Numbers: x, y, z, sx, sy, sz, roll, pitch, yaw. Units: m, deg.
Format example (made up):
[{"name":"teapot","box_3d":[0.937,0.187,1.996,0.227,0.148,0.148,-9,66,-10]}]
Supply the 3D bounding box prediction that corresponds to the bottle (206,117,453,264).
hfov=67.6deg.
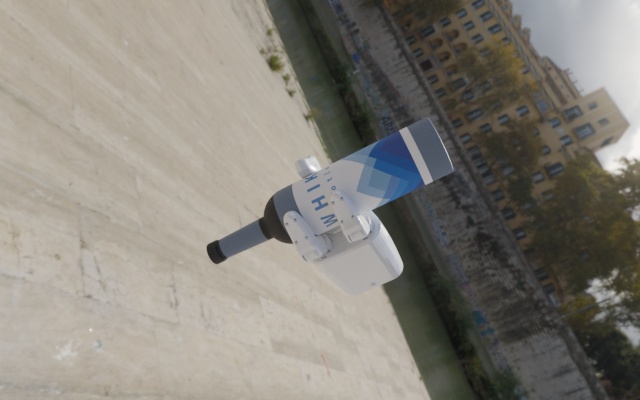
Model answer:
[{"name":"bottle","box_3d":[0.000,0.002,0.547,0.296,0.069,0.069,-26,-5,11]}]
